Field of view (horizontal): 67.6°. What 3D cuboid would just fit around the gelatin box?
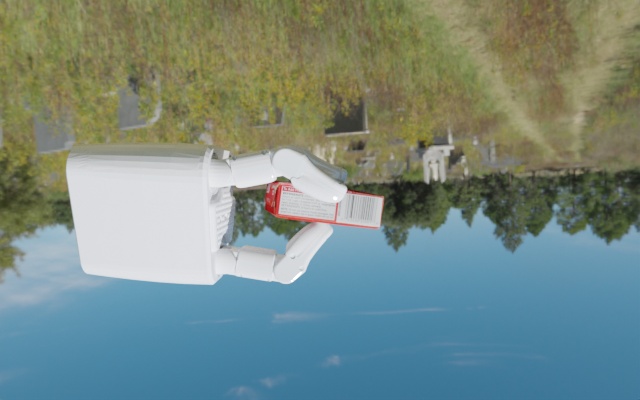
[{"bbox_3d":[0.000,0.002,0.406,0.089,0.030,0.073,7,2,-12],"label":"gelatin box"}]
